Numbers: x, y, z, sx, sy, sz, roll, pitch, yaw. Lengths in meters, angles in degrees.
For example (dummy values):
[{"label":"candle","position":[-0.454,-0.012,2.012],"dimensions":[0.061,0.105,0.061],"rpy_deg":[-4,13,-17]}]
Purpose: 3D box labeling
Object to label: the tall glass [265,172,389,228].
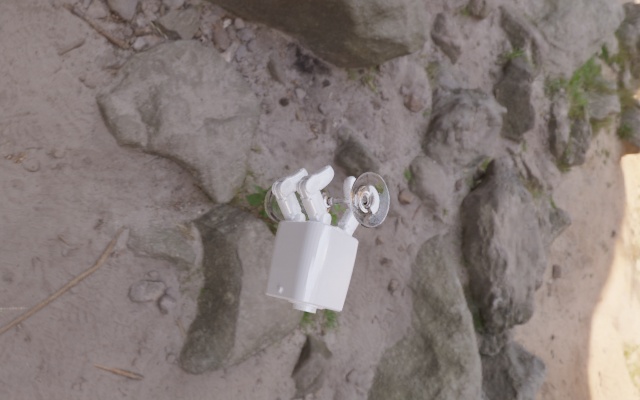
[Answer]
[{"label":"tall glass","position":[0.001,0.002,0.699],"dimensions":[0.079,0.079,0.201],"rpy_deg":[0,-1,-41]}]
